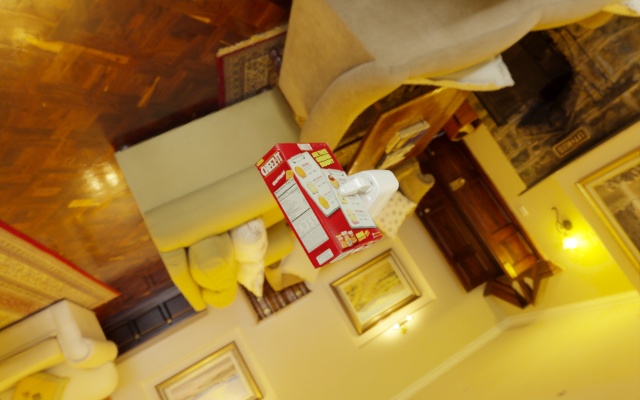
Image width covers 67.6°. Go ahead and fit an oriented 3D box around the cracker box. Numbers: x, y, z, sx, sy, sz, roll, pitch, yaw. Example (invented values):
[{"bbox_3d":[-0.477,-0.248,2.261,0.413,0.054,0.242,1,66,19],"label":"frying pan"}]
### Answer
[{"bbox_3d":[0.000,0.003,0.847,0.072,0.213,0.164,-38,-14,29],"label":"cracker box"}]
